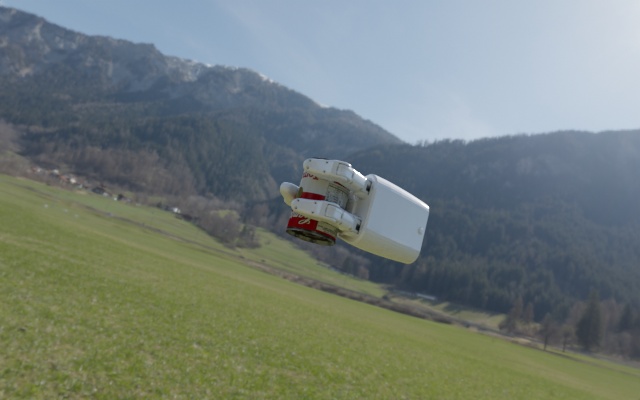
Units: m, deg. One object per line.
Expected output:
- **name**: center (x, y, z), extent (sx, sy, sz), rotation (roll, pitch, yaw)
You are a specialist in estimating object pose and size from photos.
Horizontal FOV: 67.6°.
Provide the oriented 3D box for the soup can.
- **soup can**: center (0.000, 0.002, 0.638), extent (0.068, 0.102, 0.068), rotation (15, -14, 4)
